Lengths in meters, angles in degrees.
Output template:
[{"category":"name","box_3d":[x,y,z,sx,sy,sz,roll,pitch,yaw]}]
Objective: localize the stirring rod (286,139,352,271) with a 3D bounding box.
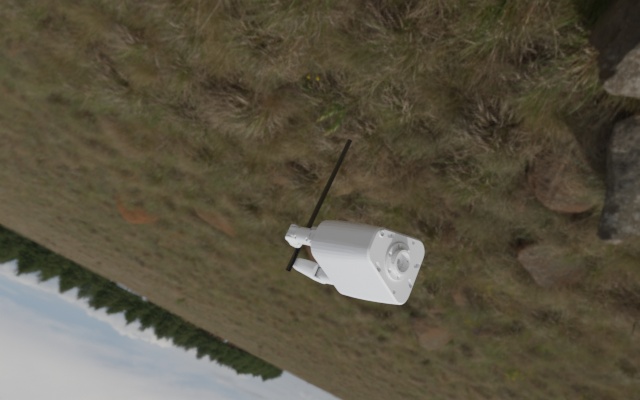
[{"category":"stirring rod","box_3d":[0.000,0.002,0.756,0.011,0.239,0.011,23,-19,8]}]
